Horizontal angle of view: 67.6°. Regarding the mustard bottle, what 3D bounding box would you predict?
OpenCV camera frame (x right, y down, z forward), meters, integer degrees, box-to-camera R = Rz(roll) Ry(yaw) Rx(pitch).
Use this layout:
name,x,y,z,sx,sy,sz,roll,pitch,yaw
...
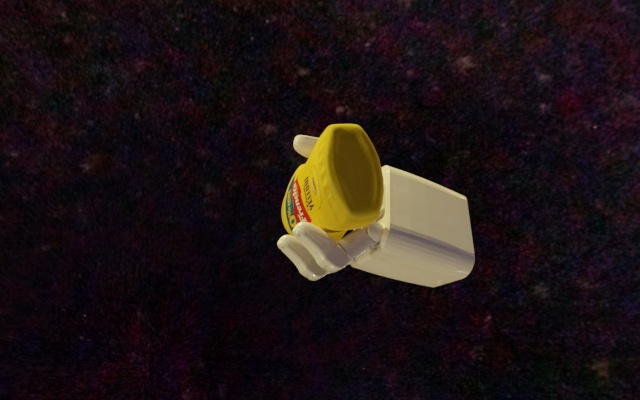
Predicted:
name,x,y,z,sx,sy,sz,roll,pitch,yaw
mustard bottle,0.000,0.002,0.510,0.058,0.096,0.192,-6,-16,-22
